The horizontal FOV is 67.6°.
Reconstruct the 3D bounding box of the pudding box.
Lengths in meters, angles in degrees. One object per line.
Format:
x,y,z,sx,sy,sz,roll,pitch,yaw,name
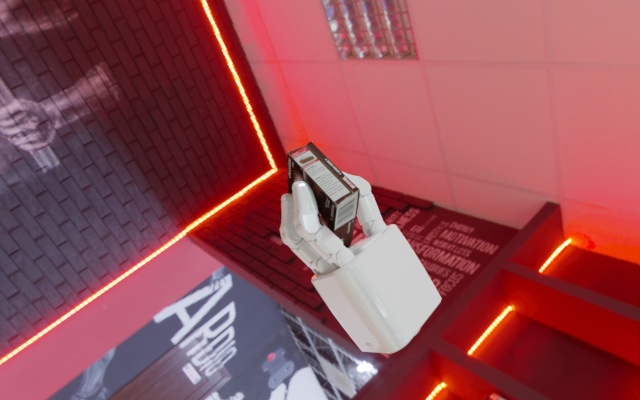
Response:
0.000,0.002,0.552,0.039,0.090,0.114,-30,-30,-25,pudding box
